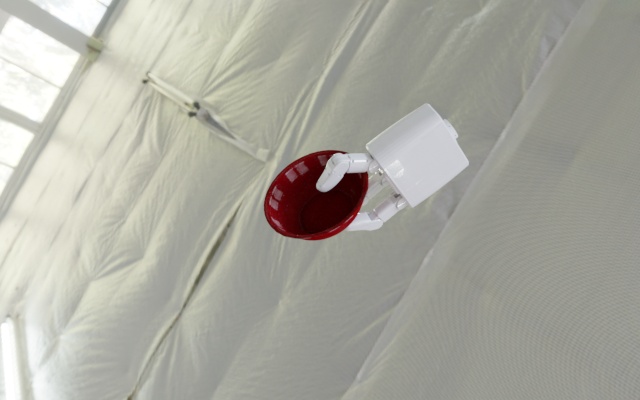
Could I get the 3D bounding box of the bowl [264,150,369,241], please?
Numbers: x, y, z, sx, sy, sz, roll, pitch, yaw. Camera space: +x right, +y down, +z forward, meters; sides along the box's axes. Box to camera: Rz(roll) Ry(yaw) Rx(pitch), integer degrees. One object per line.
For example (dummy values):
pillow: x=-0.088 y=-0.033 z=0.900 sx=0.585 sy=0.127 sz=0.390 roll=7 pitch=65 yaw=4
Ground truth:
bowl: x=-0.001 y=0.003 z=0.705 sx=0.162 sy=0.162 sz=0.055 roll=0 pitch=-37 yaw=25
